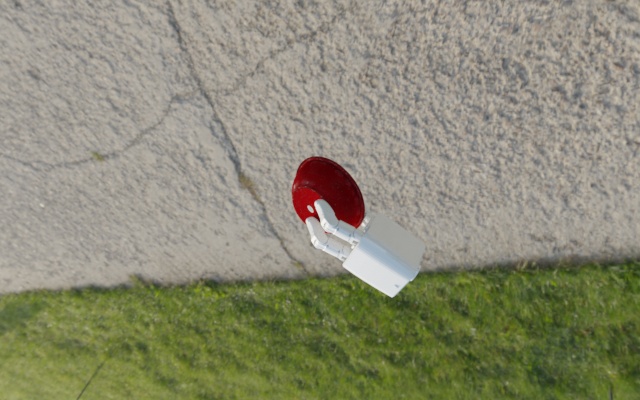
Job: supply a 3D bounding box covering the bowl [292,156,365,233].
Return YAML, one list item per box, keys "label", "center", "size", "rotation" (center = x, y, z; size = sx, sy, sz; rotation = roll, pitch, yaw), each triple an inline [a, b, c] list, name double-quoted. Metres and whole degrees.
- label: "bowl"
  center: [-0.001, 0.002, 0.872]
  size: [0.162, 0.162, 0.055]
  rotation: [0, 28, 45]
